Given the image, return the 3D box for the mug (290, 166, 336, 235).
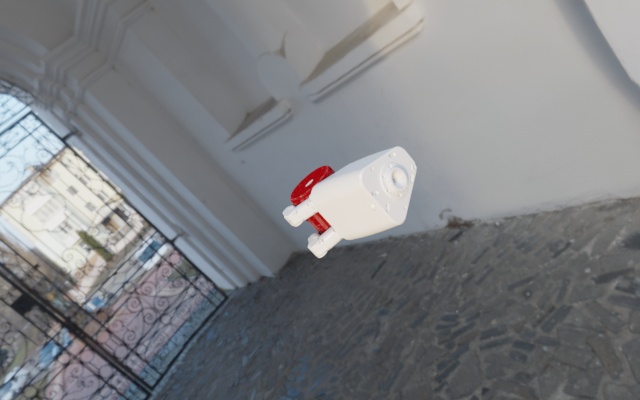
[{"bbox_3d":[-0.001,0.003,0.757,0.117,0.081,0.093,-20,27,50],"label":"mug"}]
